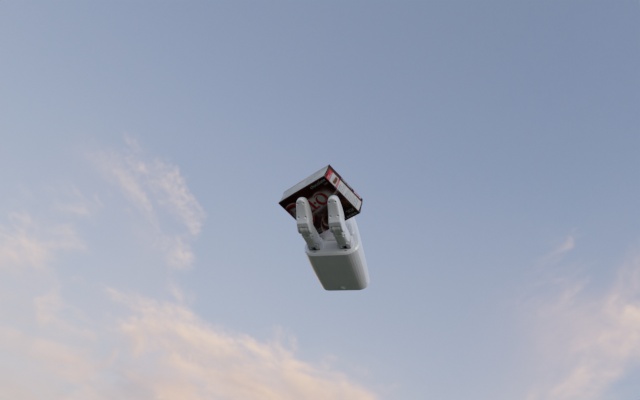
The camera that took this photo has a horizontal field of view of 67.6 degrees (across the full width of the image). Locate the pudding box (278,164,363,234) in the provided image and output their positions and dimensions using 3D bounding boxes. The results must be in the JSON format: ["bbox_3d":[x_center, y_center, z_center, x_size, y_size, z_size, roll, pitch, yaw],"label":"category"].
[{"bbox_3d":[0.000,0.003,0.794,0.113,0.090,0.039,-31,26,34],"label":"pudding box"}]
